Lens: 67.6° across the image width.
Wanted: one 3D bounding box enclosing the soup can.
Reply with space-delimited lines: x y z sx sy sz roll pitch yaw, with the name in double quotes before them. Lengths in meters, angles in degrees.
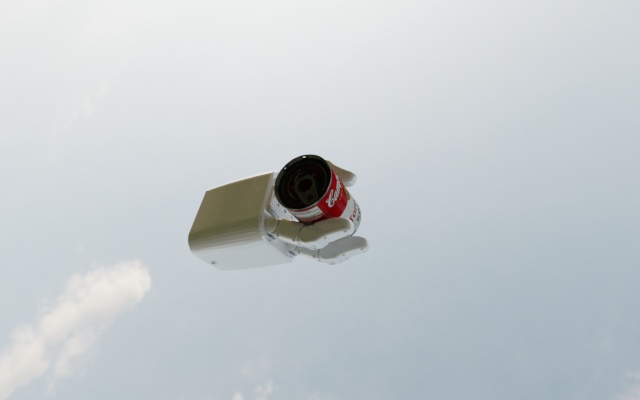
"soup can" 0.001 0.002 0.551 0.068 0.068 0.102 0 -26 26
